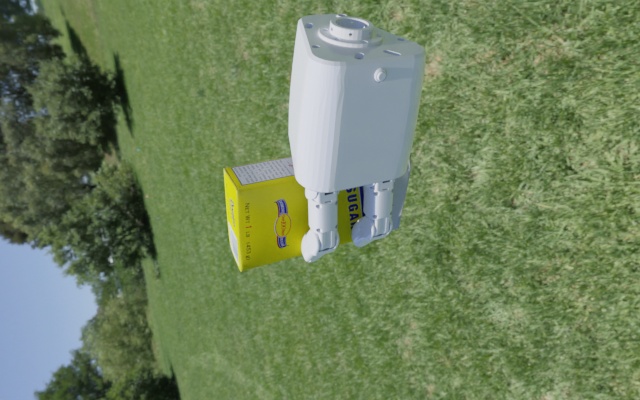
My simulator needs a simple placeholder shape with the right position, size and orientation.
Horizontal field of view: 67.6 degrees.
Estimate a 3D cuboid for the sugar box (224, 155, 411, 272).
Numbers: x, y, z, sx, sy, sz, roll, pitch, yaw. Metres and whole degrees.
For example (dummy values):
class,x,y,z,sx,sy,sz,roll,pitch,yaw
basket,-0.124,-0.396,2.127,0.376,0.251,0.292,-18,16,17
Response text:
class,x,y,z,sx,sy,sz,roll,pitch,yaw
sugar box,0.000,0.002,0.458,0.176,0.093,0.048,-12,38,-21
